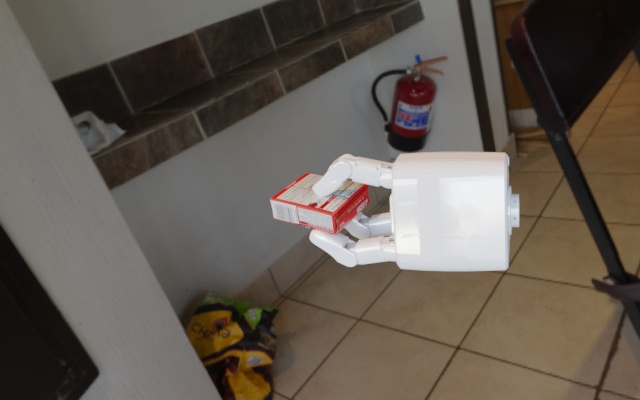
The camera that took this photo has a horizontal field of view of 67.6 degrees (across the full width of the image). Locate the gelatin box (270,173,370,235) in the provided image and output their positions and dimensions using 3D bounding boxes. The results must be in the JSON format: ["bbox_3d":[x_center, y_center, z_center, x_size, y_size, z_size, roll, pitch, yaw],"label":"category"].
[{"bbox_3d":[0.000,0.001,0.543,0.089,0.030,0.073,13,35,31],"label":"gelatin box"}]
